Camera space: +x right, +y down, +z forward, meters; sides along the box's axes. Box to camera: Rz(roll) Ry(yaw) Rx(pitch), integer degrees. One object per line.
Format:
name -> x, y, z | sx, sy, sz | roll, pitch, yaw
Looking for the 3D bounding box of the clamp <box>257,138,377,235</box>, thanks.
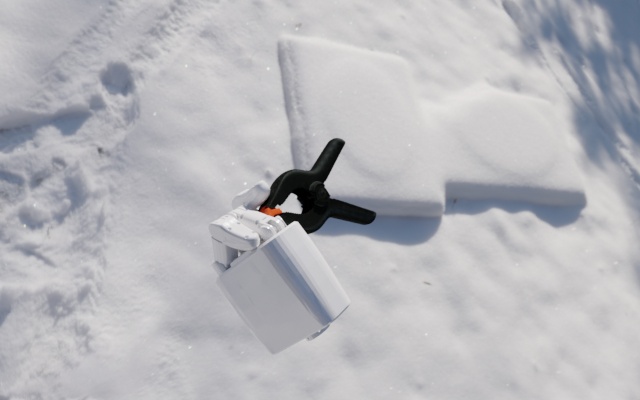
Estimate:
clamp -> 0.000, 0.002, 0.583 | 0.171, 0.120, 0.039 | -34, 0, -39
